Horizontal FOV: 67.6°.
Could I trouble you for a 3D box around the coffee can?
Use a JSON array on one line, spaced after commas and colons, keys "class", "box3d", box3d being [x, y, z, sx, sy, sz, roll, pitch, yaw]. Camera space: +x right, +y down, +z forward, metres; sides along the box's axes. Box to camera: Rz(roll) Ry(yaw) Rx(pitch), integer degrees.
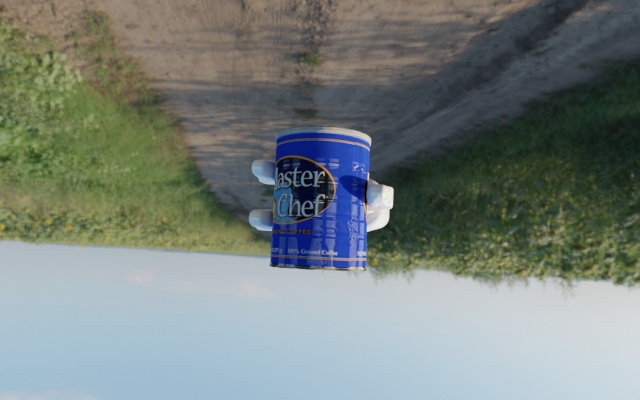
[{"class": "coffee can", "box3d": [0.000, 0.001, 0.508, 0.103, 0.140, 0.103, 2, -6, 0]}]
